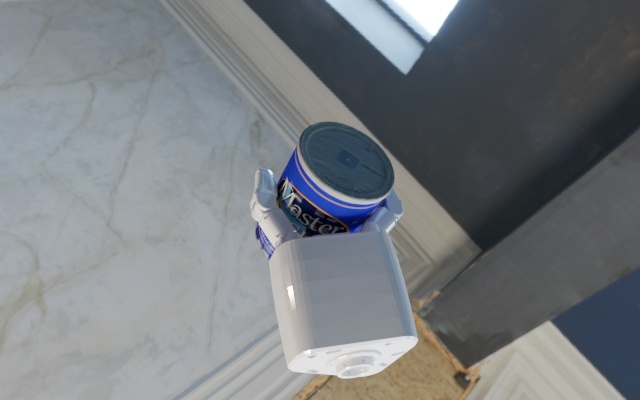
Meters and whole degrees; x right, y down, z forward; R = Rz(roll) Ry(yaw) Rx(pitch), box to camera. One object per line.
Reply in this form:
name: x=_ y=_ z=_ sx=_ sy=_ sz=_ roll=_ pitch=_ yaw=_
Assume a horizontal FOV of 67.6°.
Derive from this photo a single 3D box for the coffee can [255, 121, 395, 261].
coffee can: x=0.000 y=0.001 z=0.510 sx=0.103 sy=0.102 sz=0.140 roll=0 pitch=-37 yaw=-29
